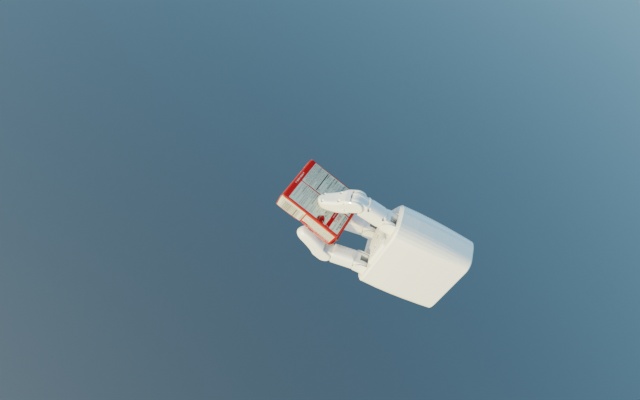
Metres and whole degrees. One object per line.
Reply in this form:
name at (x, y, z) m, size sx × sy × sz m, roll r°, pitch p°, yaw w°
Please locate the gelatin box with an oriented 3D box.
gelatin box at (0.000, 0.002, 0.611) m, size 0.089 × 0.073 × 0.030 m, roll 38°, pitch -35°, yaw -3°
